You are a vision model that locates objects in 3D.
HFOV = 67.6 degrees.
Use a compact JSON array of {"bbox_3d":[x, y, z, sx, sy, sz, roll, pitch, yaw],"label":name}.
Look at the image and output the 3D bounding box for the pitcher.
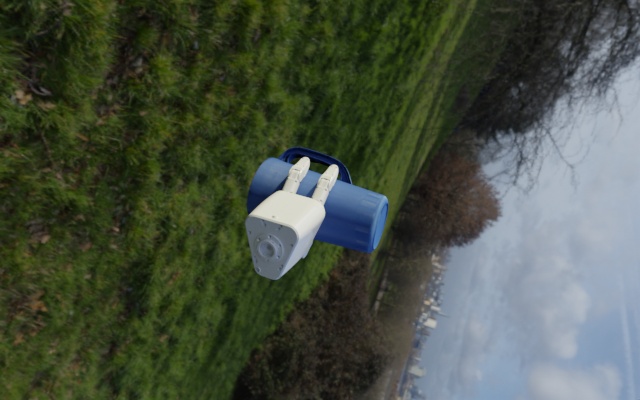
[{"bbox_3d":[0.000,0.003,0.888,0.243,0.149,0.145,16,25,16],"label":"pitcher"}]
